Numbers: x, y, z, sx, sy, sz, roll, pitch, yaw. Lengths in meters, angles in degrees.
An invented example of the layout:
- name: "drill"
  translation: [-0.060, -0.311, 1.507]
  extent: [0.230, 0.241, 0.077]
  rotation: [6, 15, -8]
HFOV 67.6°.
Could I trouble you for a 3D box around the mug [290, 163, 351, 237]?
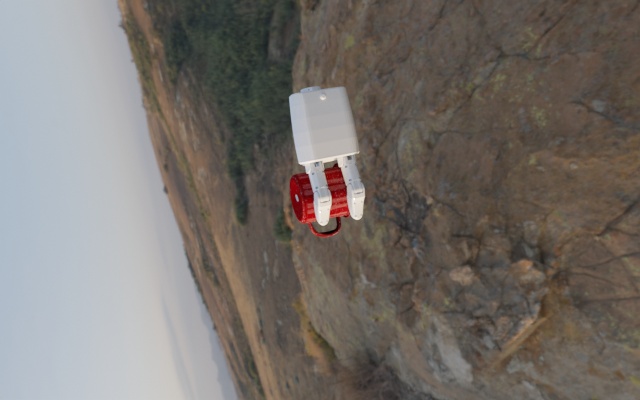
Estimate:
- name: "mug"
  translation: [0.000, 0.004, 0.789]
  extent: [0.081, 0.117, 0.093]
  rotation: [-11, 5, -16]
